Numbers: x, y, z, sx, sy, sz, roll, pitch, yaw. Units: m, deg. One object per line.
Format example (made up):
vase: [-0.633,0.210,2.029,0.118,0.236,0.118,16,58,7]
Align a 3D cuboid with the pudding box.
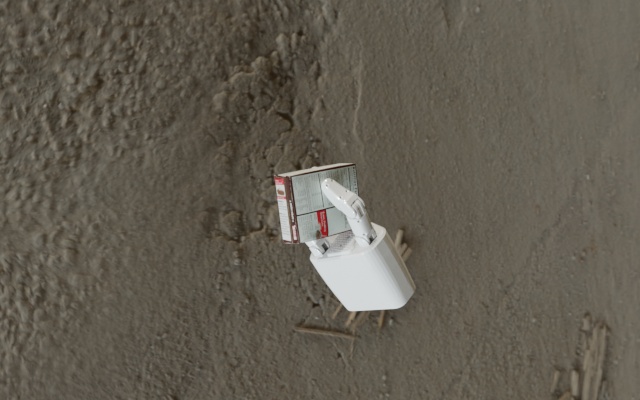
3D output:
pudding box: [0.000,0.002,0.624,0.113,0.090,0.039,-13,9,-38]
